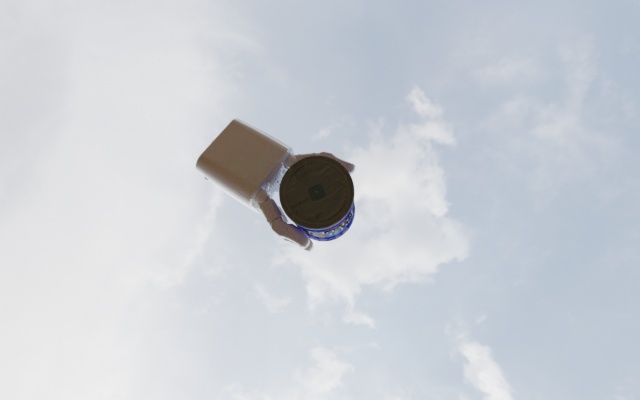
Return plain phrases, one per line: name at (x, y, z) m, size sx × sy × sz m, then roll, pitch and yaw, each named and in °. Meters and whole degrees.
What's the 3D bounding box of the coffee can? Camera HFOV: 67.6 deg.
coffee can at (0.000, 0.002, 0.710) m, size 0.103 × 0.102 × 0.140 m, roll 0°, pitch -12°, yaw 5°
